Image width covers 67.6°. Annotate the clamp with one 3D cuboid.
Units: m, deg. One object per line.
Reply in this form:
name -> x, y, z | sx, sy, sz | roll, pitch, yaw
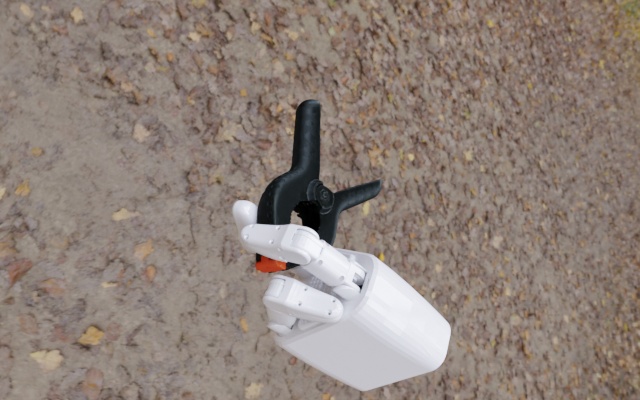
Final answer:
clamp -> 0.000, 0.001, 0.431 | 0.120, 0.171, 0.039 | 37, -35, -22
